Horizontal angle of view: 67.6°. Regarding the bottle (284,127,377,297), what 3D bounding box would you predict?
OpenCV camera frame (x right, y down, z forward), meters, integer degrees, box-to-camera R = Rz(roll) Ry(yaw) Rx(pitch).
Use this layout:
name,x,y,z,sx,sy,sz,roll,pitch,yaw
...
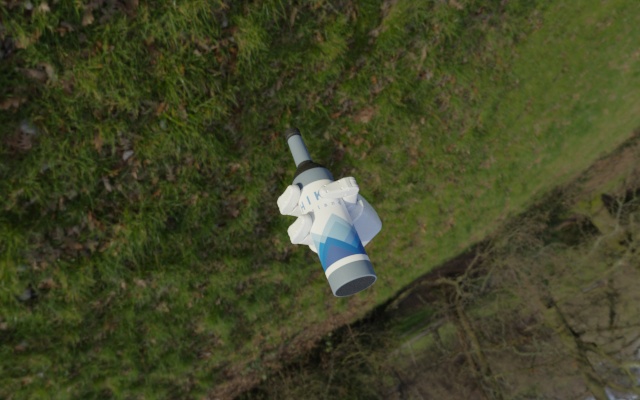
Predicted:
name,x,y,z,sx,sy,sz,roll,pitch,yaw
bottle,0.000,0.003,0.747,0.069,0.295,0.069,-17,-29,-10
